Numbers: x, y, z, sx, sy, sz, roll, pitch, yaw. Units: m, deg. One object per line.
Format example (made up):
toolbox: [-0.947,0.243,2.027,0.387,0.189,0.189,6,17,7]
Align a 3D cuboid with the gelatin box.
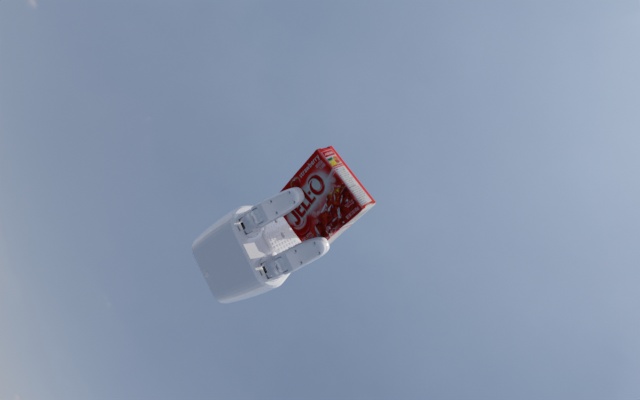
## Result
gelatin box: [0.001,0.001,0.478,0.030,0.073,0.089,-23,-18,-51]
